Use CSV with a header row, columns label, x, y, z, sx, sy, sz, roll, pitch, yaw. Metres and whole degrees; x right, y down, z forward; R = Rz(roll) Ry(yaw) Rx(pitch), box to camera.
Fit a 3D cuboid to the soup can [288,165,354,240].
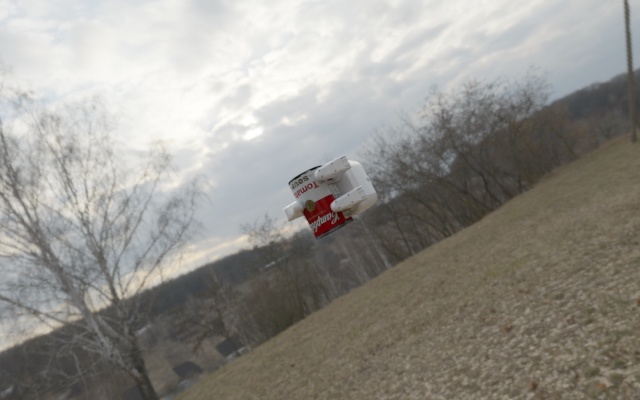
label,x,y,z,sx,sy,sz,roll,pitch,yaw
soup can,0.000,0.002,0.764,0.068,0.102,0.068,-27,-5,-3
